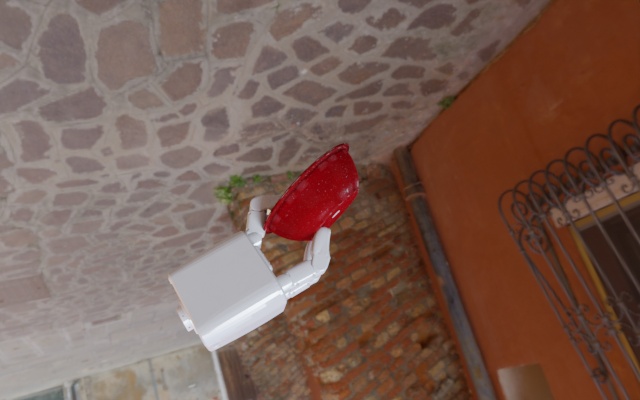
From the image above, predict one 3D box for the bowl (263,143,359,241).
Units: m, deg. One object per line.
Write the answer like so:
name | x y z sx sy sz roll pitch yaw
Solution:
bowl | 0.001 0.001 0.631 0.055 0.162 0.162 43 8 9
